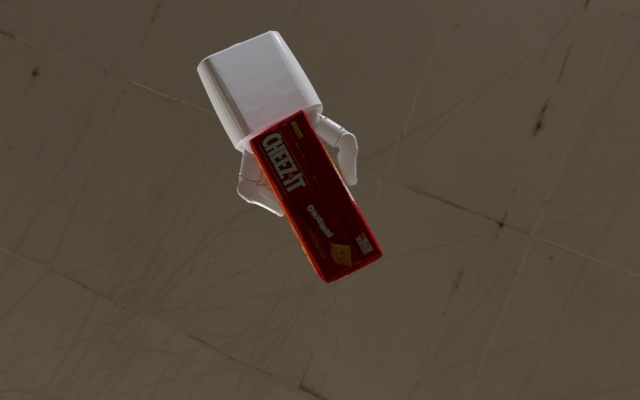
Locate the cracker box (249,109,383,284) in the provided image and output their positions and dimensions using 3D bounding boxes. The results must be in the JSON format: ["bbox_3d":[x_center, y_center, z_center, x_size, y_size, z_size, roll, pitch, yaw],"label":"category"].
[{"bbox_3d":[0.000,0.002,0.562,0.072,0.164,0.214,-29,-4,3],"label":"cracker box"}]
